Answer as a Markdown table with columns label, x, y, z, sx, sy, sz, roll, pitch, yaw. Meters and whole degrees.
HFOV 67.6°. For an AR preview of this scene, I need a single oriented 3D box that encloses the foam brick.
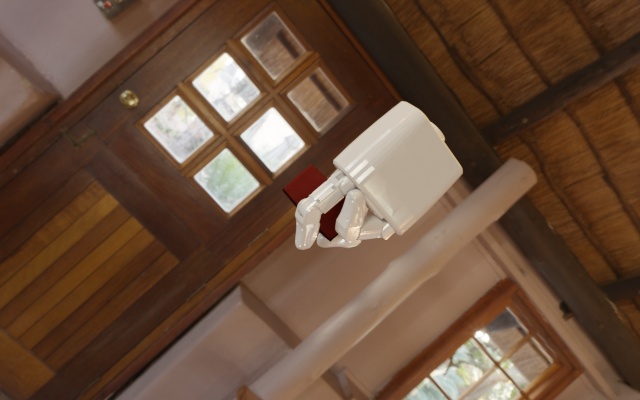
| label | x | y | z | sx | sy | sz | roll | pitch | yaw |
| --- | --- | --- | --- | --- | --- | --- | --- | --- | --- |
| foam brick | 0.000 | 0.002 | 0.589 | 0.053 | 0.051 | 0.078 | 45 | 1 | -43 |
